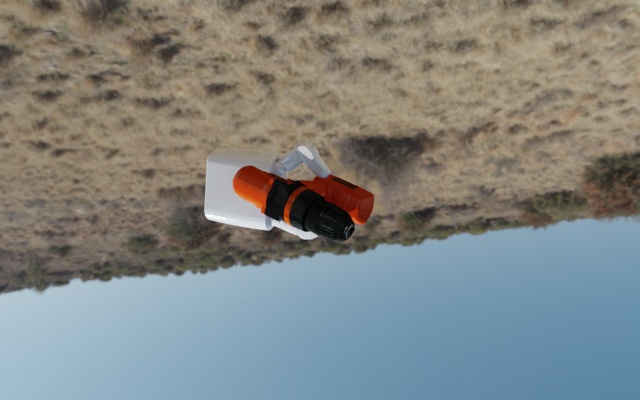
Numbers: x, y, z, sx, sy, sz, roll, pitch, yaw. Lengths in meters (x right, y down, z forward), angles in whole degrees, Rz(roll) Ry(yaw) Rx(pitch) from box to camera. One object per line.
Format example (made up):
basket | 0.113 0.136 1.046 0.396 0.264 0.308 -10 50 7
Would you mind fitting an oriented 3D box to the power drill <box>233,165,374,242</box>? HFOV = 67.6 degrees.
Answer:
power drill | 0.000 0.002 0.656 0.184 0.057 0.187 27 13 29
